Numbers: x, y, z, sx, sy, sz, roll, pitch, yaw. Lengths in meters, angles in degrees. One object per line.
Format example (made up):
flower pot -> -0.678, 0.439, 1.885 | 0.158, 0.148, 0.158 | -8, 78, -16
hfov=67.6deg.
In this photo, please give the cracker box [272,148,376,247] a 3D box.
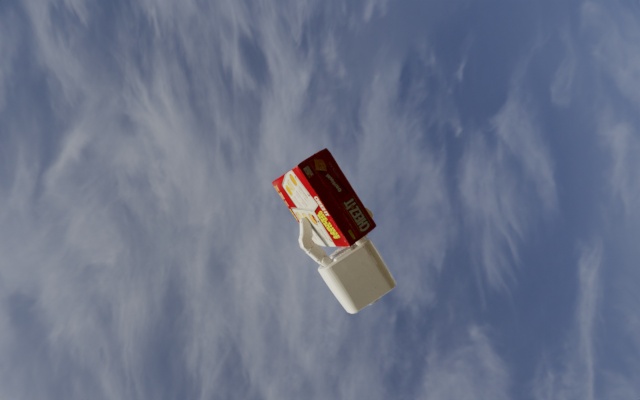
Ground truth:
cracker box -> 0.000, 0.003, 0.895 | 0.072, 0.164, 0.214 | -35, 5, -17
